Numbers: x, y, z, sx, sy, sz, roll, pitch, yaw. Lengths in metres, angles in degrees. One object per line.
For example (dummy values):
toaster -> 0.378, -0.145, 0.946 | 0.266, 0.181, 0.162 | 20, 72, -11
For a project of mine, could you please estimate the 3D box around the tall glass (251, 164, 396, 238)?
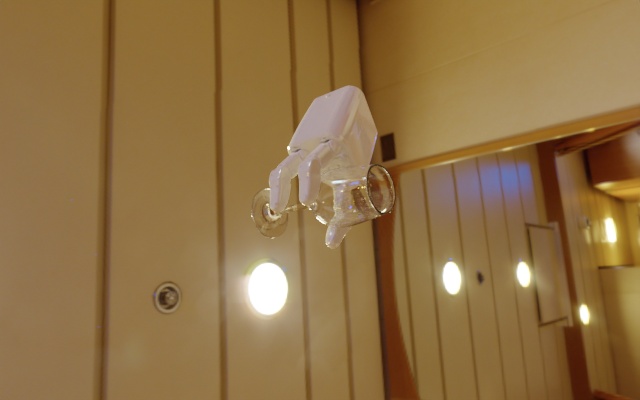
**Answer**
tall glass -> 0.000, 0.002, 0.642 | 0.201, 0.079, 0.079 | -12, -8, 41
